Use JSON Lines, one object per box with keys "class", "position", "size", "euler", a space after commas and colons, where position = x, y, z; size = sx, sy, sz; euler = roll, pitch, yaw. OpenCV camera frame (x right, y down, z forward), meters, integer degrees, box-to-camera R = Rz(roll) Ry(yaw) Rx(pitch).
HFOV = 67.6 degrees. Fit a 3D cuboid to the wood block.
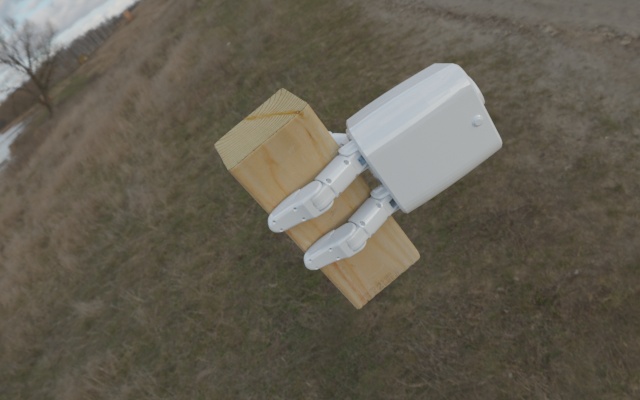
{"class": "wood block", "position": [0.000, 0.001, 0.482], "size": [0.090, 0.206, 0.090], "euler": [-40, 29, -1]}
